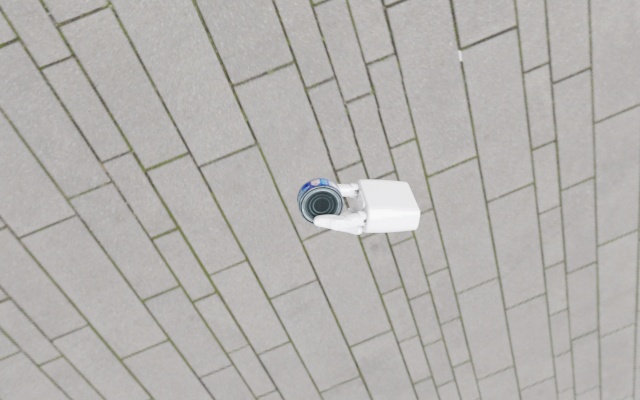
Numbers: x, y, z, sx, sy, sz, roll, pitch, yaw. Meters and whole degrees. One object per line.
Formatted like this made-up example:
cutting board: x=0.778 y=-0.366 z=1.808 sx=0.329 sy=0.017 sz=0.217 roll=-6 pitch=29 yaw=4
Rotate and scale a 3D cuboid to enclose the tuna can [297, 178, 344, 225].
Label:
tuna can: x=0.000 y=0.003 z=0.893 sx=0.086 sy=0.086 sz=0.033 roll=0 pitch=28 yaw=-8
